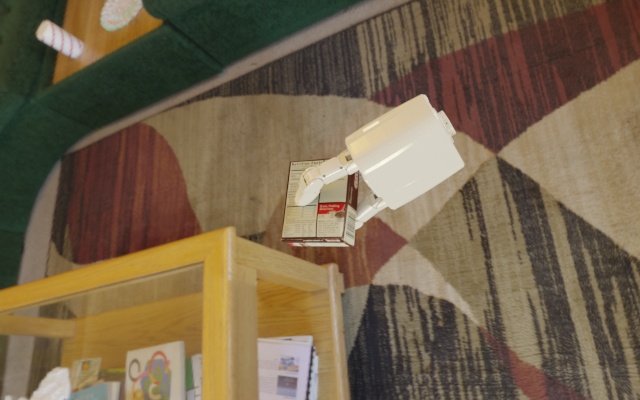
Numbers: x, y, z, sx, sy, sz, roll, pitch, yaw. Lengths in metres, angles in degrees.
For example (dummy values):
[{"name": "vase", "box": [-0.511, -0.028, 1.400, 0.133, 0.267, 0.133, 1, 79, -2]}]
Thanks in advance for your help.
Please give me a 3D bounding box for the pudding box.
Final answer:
[{"name": "pudding box", "box": [0.000, 0.002, 0.620, 0.090, 0.113, 0.039, -3, -21, 25]}]
